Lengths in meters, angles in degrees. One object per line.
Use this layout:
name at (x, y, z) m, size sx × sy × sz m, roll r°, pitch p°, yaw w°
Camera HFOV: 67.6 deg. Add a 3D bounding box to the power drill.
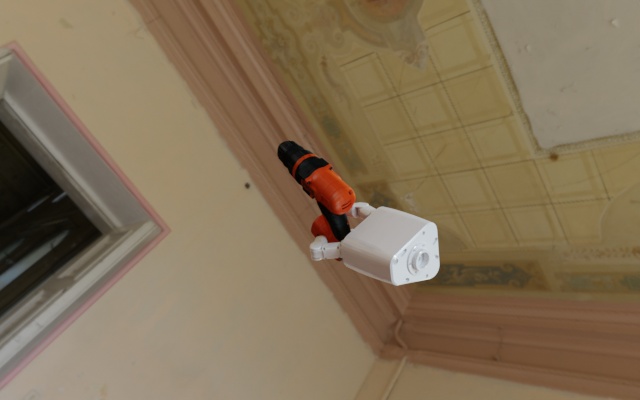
power drill at (0.000, 0.003, 0.800) m, size 0.057 × 0.188 × 0.184 m, roll -33°, pitch 49°, yaw -13°
